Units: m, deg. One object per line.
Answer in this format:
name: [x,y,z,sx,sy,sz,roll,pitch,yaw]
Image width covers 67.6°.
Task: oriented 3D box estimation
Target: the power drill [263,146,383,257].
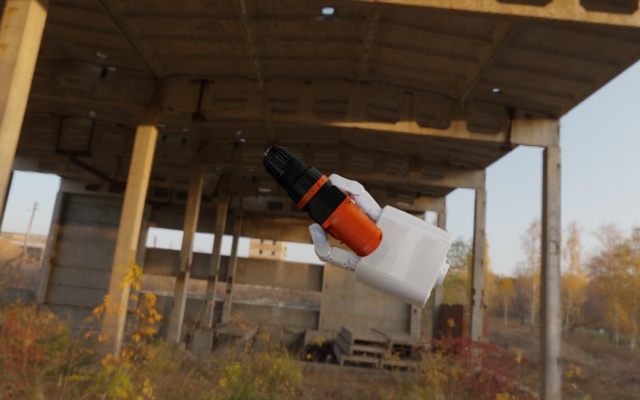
power drill: [0.000,0.002,0.668,0.184,0.057,0.187,44,0,1]
